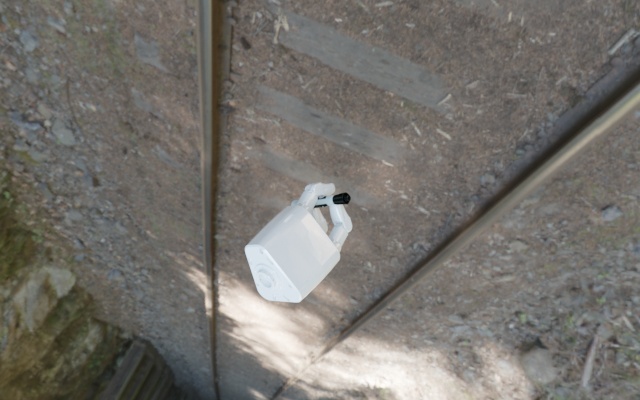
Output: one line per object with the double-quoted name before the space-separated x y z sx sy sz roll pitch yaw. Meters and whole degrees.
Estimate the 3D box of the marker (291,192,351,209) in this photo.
"marker" 0.000 0.003 0.776 0.121 0.020 0.020 -8 -6 43
